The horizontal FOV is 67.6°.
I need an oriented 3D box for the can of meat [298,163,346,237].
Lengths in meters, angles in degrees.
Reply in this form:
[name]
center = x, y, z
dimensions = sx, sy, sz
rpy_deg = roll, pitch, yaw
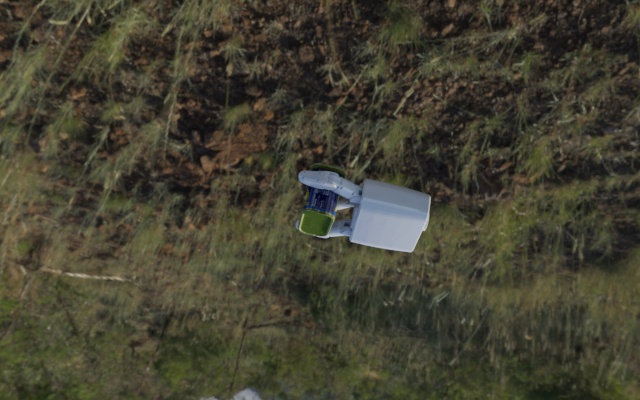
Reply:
[can of meat]
center = 0.000, 0.003, 0.770
dimensions = 0.057, 0.084, 0.102
rpy_deg = 13, -26, -2
